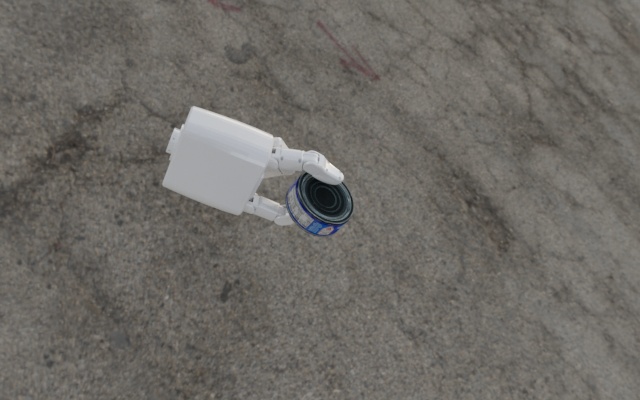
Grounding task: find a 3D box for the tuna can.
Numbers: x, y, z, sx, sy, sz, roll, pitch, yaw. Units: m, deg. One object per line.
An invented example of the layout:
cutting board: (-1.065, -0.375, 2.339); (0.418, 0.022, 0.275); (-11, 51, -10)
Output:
tuna can: (0.000, 0.002, 0.616); (0.086, 0.086, 0.034); (0, -31, -35)
